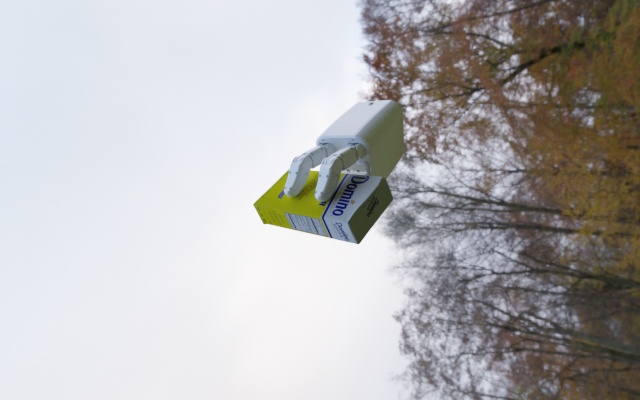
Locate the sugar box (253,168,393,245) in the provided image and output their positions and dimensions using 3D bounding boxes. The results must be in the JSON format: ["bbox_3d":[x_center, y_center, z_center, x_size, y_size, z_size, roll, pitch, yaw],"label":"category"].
[{"bbox_3d":[0.000,0.002,0.653,0.176,0.048,0.093,5,43,42],"label":"sugar box"}]
